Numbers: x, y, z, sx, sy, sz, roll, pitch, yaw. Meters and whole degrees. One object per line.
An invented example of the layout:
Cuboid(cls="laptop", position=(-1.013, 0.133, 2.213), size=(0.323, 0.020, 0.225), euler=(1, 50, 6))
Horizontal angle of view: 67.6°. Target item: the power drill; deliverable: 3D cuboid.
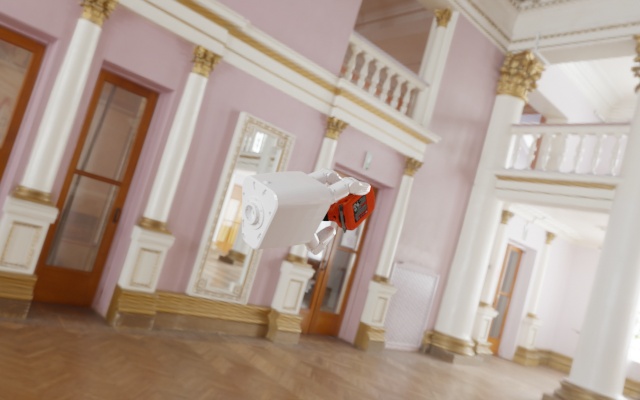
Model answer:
Cuboid(cls="power drill", position=(0.000, 0.003, 0.875), size=(0.187, 0.057, 0.184), euler=(0, 24, 31))
